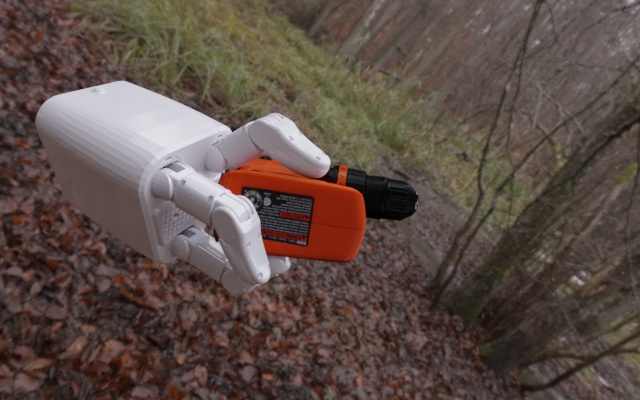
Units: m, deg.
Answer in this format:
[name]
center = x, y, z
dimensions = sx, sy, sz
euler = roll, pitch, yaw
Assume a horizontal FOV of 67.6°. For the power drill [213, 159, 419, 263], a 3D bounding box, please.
[power drill]
center = 0.000, 0.001, 0.409
dimensions = 0.184, 0.057, 0.187
euler = 6, 8, 4
